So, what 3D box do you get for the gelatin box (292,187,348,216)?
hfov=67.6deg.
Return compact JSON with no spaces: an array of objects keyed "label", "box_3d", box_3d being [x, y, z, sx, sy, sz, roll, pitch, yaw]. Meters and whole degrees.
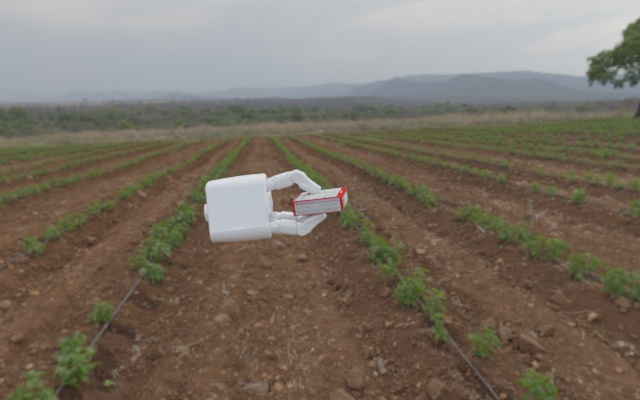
[{"label":"gelatin box","box_3d":[0.000,0.002,0.849,0.089,0.030,0.073,-7,12,12]}]
